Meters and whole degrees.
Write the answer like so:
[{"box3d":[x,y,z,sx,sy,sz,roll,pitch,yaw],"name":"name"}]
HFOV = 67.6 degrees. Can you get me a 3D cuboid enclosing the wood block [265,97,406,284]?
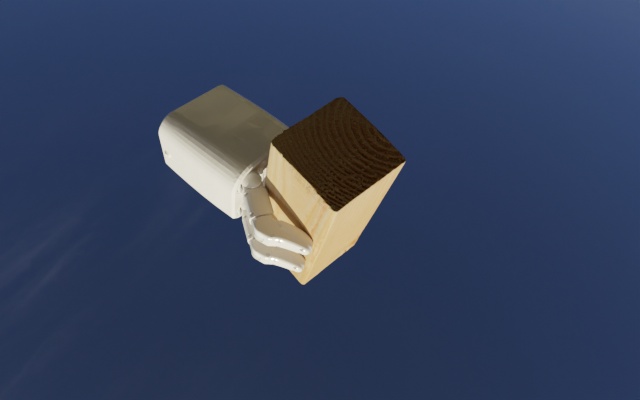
[{"box3d":[0.000,0.001,0.508,0.091,0.090,0.206,-37,-15,-24],"name":"wood block"}]
